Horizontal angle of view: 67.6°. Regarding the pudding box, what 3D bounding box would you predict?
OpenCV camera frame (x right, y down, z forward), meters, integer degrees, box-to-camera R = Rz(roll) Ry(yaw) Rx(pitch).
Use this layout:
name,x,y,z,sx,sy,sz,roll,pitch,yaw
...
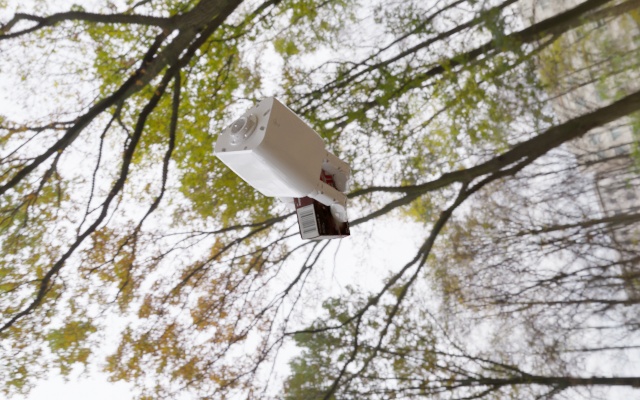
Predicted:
name,x,y,z,sx,sy,sz,roll,pitch,yaw
pudding box,0.000,0.002,0.718,0.039,0.113,0.090,-15,-11,33
